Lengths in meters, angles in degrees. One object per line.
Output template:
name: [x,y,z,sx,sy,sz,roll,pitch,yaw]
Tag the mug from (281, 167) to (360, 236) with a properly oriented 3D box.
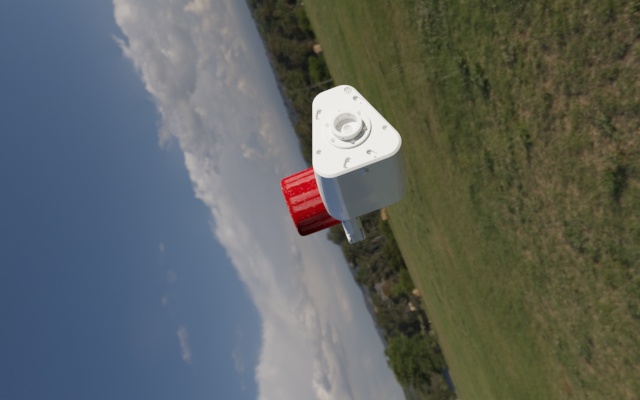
mug: [0.000,0.003,0.641,0.081,0.093,0.117,-20,-28,0]
